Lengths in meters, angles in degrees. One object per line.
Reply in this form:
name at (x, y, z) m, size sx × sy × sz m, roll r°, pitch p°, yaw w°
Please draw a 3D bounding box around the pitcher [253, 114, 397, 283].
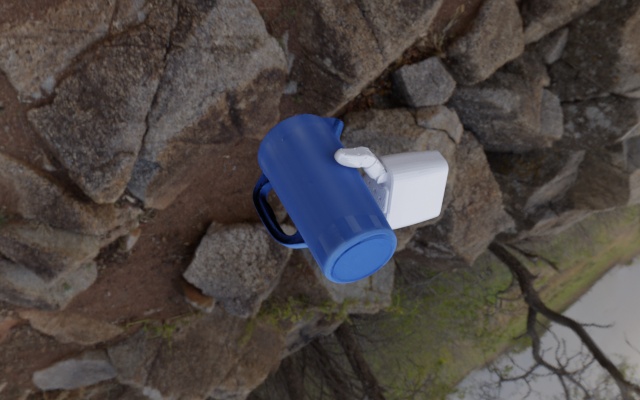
pitcher at (0.000, 0.002, 0.696) m, size 0.145 × 0.149 × 0.242 m, roll -10°, pitch 48°, yaw -24°
